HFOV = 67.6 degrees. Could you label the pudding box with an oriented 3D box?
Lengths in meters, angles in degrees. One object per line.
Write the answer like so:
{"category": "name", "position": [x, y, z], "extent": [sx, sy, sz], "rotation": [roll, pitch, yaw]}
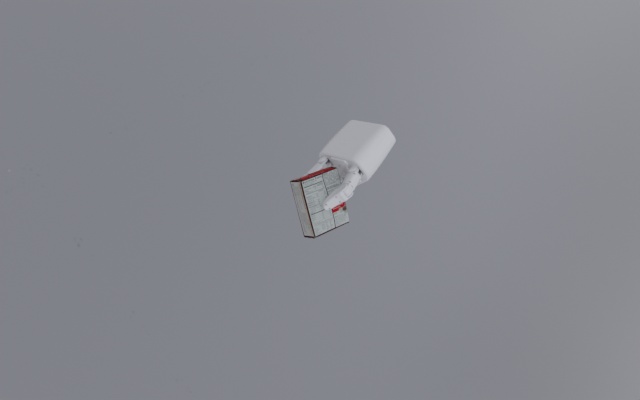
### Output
{"category": "pudding box", "position": [0.000, 0.003, 0.885], "extent": [0.090, 0.113, 0.039], "rotation": [-22, 13, -33]}
